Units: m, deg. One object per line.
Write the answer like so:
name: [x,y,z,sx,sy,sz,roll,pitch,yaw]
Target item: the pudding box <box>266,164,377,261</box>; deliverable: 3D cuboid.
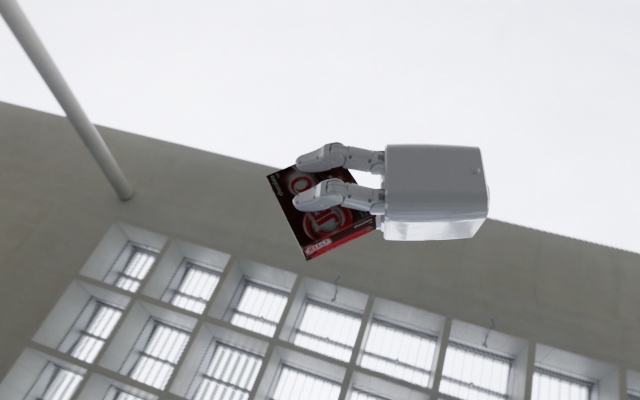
pudding box: [0.000,0.002,0.549,0.090,0.113,0.039,-24,-36,-8]
